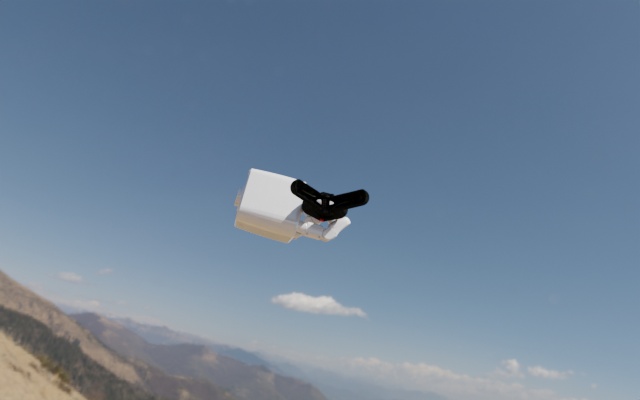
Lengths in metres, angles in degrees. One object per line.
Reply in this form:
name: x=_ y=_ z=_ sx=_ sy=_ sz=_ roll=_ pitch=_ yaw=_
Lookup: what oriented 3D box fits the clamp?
clamp: x=0.000 y=0.002 z=0.788 sx=0.120 sy=0.039 sz=0.171 roll=17 pitch=-19 yaw=-9
